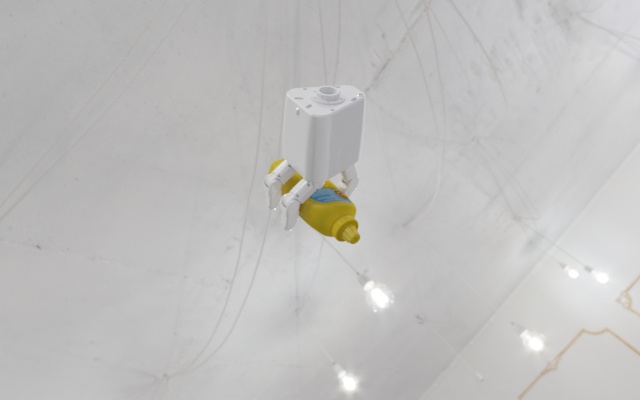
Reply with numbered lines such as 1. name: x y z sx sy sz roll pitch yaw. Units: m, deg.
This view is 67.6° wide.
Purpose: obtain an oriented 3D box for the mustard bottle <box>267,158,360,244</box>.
1. mustard bottle: 0.000 0.003 0.741 0.096 0.058 0.191 3 31 -41
